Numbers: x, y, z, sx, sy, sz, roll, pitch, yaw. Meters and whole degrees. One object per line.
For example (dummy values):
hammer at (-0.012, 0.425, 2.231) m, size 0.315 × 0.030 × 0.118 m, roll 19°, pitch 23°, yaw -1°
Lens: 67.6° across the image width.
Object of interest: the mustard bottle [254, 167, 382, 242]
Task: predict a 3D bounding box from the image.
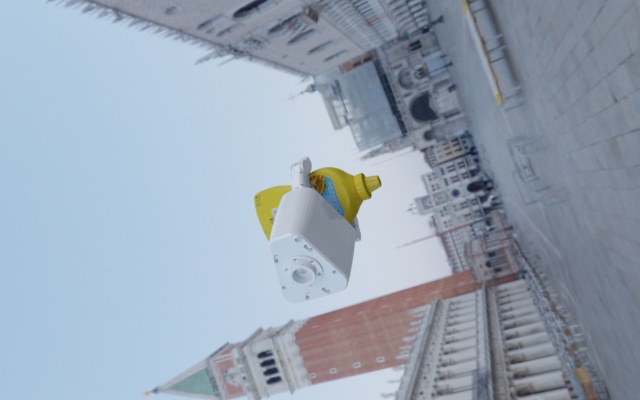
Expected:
mustard bottle at (0.000, 0.002, 0.719) m, size 0.191 × 0.096 × 0.058 m, roll -20°, pitch 2°, yaw 18°
